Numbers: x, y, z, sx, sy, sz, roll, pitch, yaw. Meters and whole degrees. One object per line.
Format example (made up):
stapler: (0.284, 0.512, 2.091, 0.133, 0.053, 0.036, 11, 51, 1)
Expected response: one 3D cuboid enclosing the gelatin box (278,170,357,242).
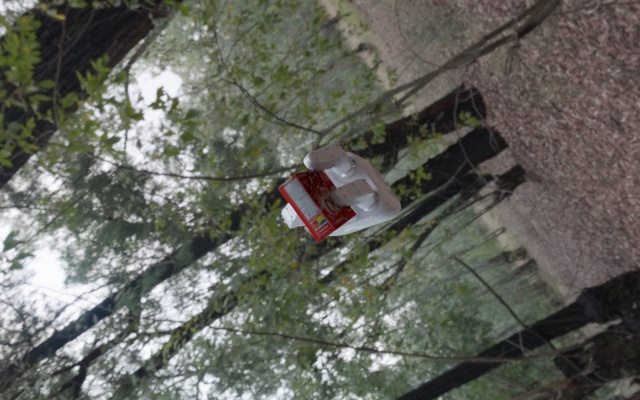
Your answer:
gelatin box: (0.000, 0.002, 0.540, 0.030, 0.073, 0.089, -38, -5, 21)
